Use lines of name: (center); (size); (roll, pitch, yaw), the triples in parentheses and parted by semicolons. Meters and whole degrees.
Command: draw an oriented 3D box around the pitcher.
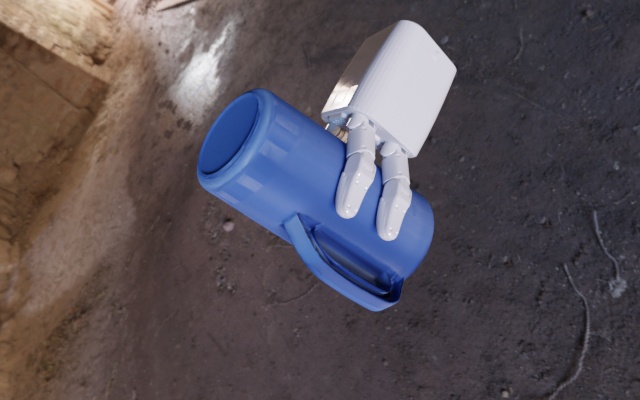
pitcher: (0.000, 0.001, 0.492); (0.243, 0.145, 0.149); (33, -7, -35)
